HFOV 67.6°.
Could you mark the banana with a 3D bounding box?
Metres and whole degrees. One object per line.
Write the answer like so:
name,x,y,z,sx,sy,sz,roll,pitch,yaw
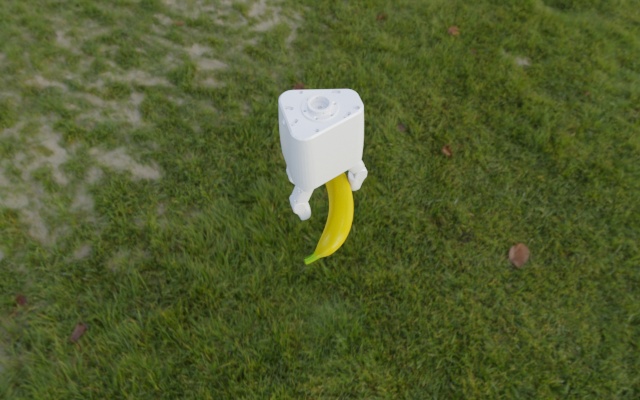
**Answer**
banana,0.018,0.006,0.752,0.069,0.197,0.037,3,-31,9
